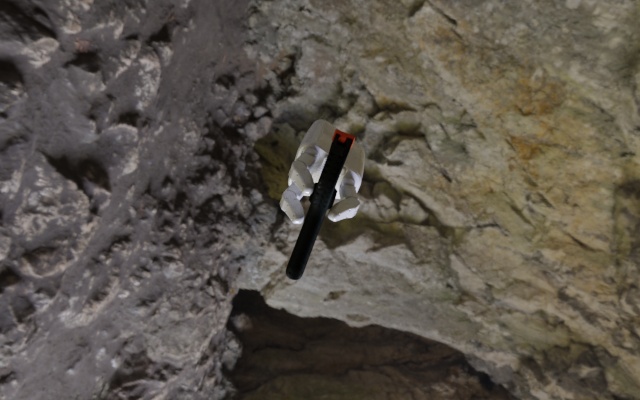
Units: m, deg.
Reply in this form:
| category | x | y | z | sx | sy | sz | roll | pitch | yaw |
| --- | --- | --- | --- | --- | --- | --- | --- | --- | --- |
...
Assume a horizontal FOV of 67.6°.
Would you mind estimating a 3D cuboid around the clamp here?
| category | x | y | z | sx | sy | sz | roll | pitch | yaw |
| --- | --- | --- | --- | --- | --- | --- | --- | --- | --- |
| clamp | 0.001 | 0.002 | 0.682 | 0.036 | 0.210 | 0.164 | 20 | 34 | 0 |
